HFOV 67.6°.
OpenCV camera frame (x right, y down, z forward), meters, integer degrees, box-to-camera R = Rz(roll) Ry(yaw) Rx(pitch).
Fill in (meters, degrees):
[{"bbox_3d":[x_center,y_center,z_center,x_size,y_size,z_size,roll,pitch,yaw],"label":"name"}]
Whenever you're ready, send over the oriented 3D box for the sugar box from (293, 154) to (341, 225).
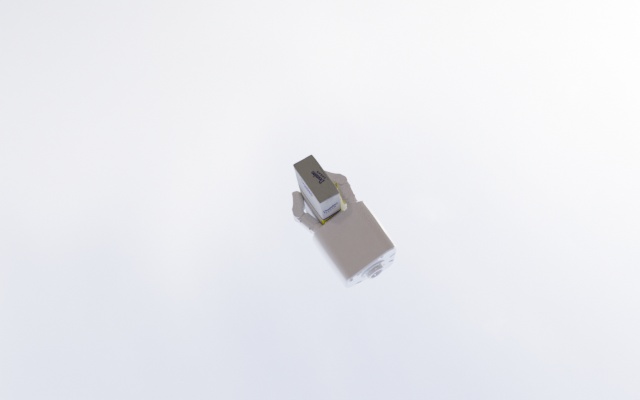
[{"bbox_3d":[0.001,0.003,0.865,0.048,0.093,0.176,-29,-26,-12],"label":"sugar box"}]
